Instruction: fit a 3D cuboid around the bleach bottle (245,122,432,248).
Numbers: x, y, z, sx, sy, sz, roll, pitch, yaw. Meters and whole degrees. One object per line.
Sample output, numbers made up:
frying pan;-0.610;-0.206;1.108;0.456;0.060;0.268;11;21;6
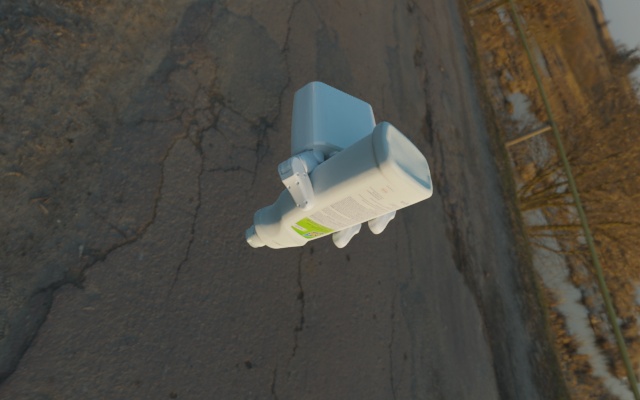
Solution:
bleach bottle;0.000;0.002;0.573;0.251;0.068;0.103;-25;-38;32
